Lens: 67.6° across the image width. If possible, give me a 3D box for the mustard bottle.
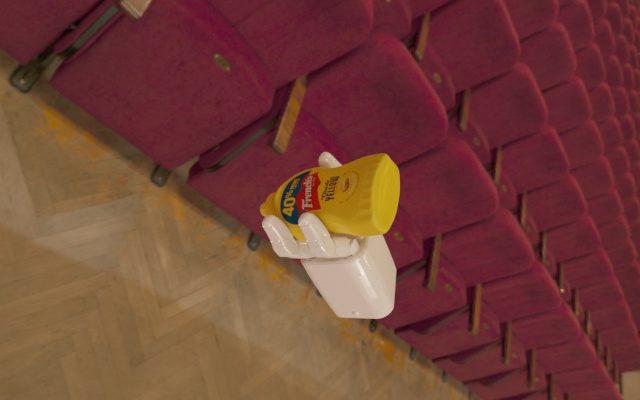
[{"bbox_3d":[0.000,0.002,0.591,0.191,0.096,0.058,-8,-34,37],"label":"mustard bottle"}]
